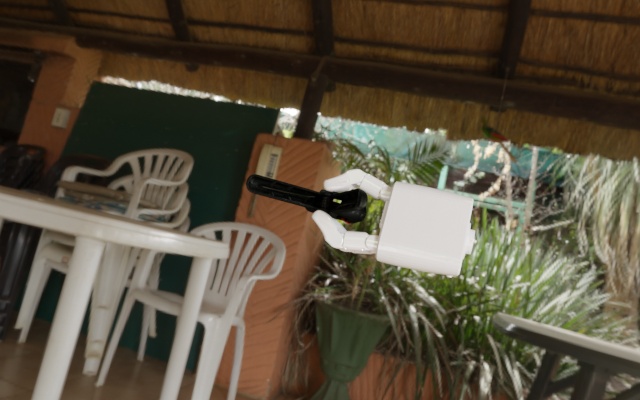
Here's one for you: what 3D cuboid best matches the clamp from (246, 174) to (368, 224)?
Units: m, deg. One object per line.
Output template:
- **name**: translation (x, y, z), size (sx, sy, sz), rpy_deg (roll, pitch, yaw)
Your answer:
- **clamp**: translation (0.001, 0.002, 0.679), size (0.164, 0.036, 0.210), rpy_deg (11, -7, 16)
